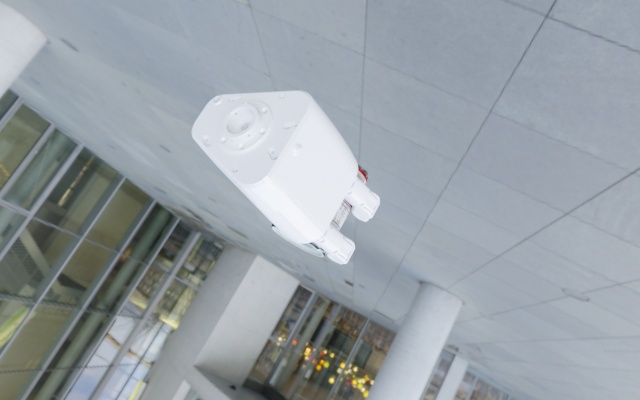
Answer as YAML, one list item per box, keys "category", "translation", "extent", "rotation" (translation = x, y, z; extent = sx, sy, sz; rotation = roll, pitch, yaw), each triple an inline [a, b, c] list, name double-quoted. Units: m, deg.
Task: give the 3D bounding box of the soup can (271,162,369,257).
- category: "soup can"
  translation: [0.000, 0.002, 0.521]
  extent: [0.068, 0.102, 0.068]
  rotation: [28, -14, 7]
